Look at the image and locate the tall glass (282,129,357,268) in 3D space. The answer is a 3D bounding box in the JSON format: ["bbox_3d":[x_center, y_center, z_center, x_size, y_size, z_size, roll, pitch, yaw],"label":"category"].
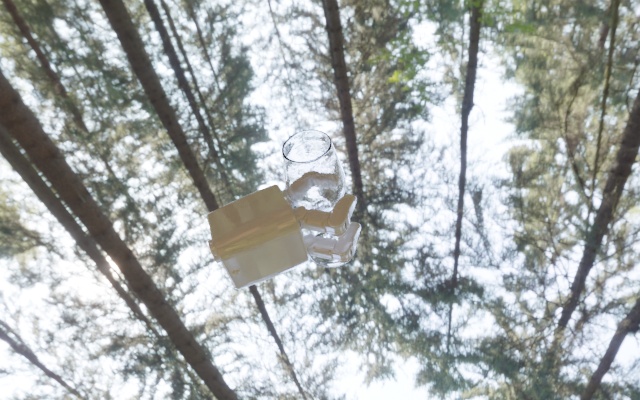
[{"bbox_3d":[0.000,0.002,0.645,0.079,0.079,0.201,0,-44,13],"label":"tall glass"}]
